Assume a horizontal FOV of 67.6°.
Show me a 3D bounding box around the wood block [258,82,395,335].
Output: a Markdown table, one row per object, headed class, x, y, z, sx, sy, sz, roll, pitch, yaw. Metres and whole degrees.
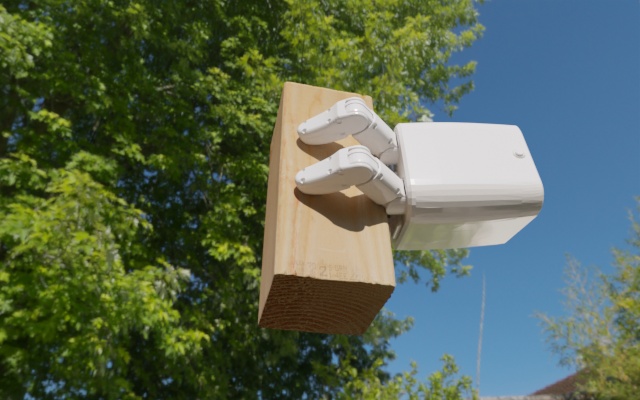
| class | x | y | z | sx | sy | sz | roll | pitch | yaw |
| --- | --- | --- | --- | --- | --- | --- | --- | --- | --- |
| wood block | 0.000 | 0.002 | 0.422 | 0.090 | 0.206 | 0.091 | 7 | -40 | -10 |
